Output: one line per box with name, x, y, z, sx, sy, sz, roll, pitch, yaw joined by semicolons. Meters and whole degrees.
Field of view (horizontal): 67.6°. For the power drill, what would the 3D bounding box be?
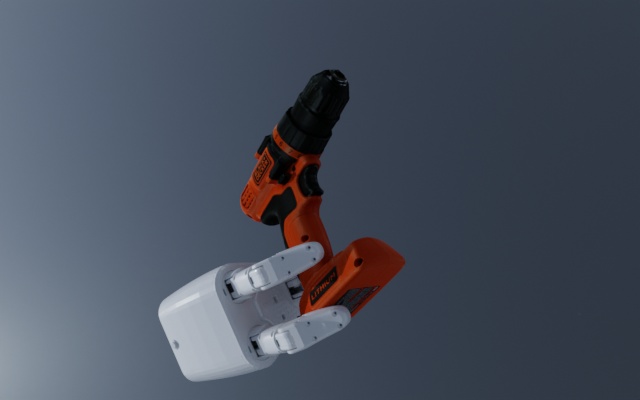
power drill;0.000;0.002;0.434;0.057;0.187;0.184;2;-42;-36
